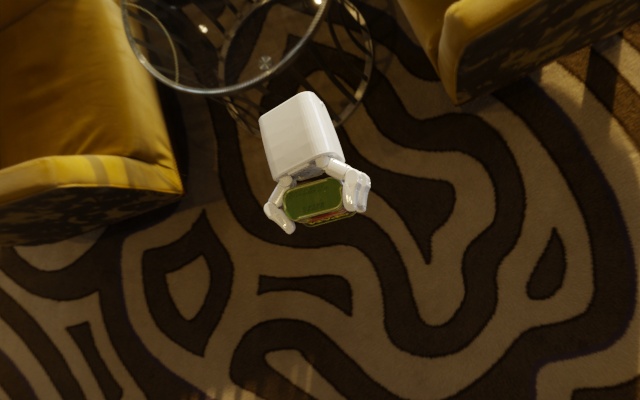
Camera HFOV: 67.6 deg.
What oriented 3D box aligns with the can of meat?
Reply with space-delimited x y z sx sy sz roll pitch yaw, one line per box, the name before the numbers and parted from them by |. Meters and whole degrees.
can of meat | 0.000 0.002 0.748 0.102 0.057 0.084 -15 -11 15
